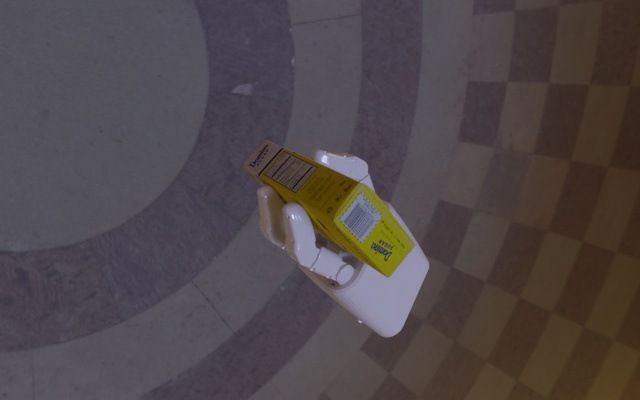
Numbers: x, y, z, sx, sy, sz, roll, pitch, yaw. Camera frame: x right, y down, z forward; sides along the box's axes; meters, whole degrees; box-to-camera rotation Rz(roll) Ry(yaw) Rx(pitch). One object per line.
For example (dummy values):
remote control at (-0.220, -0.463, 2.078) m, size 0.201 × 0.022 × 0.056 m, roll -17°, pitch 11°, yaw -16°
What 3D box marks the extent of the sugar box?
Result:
sugar box at (0.000, 0.002, 0.458) m, size 0.093 × 0.048 × 0.176 m, roll 47°, pitch -13°, yaw -35°
